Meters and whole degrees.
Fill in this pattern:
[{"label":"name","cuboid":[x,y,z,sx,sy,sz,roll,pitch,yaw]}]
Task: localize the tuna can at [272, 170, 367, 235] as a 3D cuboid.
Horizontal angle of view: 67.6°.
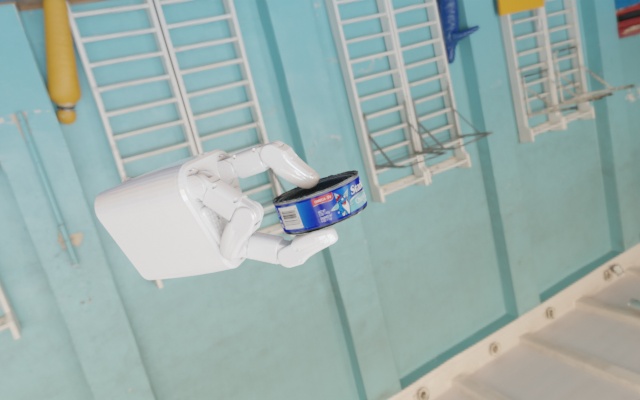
[{"label":"tuna can","cuboid":[0.000,0.002,0.451,0.086,0.034,0.086,-19,9,3]}]
